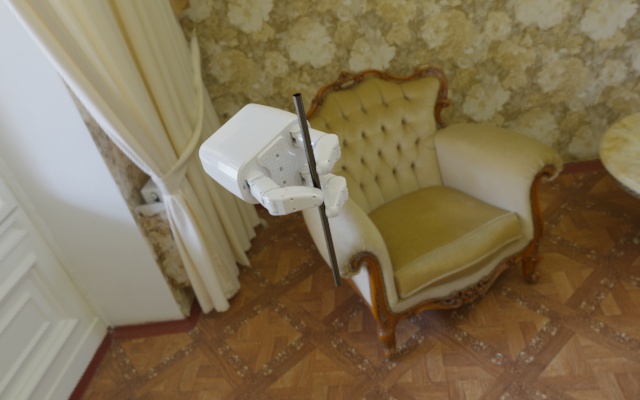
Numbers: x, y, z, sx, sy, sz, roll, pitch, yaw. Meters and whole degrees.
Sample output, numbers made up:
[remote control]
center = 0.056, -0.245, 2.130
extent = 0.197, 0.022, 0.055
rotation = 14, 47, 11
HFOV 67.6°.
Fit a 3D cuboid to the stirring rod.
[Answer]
[stirring rod]
center = 0.000, 0.002, 0.504
extent = 0.011, 0.240, 0.011
rotation = -9, 33, 6
